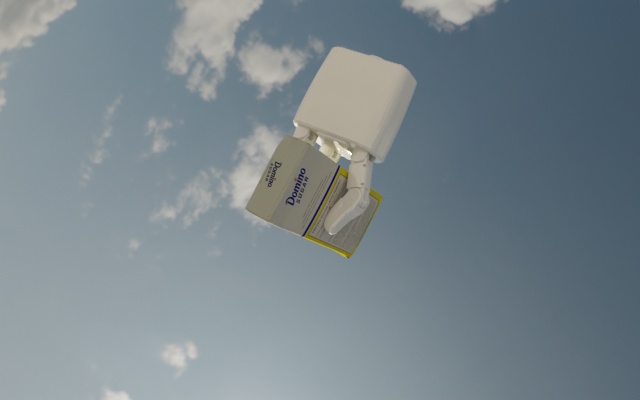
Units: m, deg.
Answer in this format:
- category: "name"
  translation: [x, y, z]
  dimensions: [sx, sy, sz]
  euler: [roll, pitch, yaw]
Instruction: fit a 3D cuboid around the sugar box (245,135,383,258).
- category: "sugar box"
  translation: [0.000, 0.002, 0.558]
  dimensions: [0.048, 0.093, 0.176]
  euler: [26, -3, 40]
